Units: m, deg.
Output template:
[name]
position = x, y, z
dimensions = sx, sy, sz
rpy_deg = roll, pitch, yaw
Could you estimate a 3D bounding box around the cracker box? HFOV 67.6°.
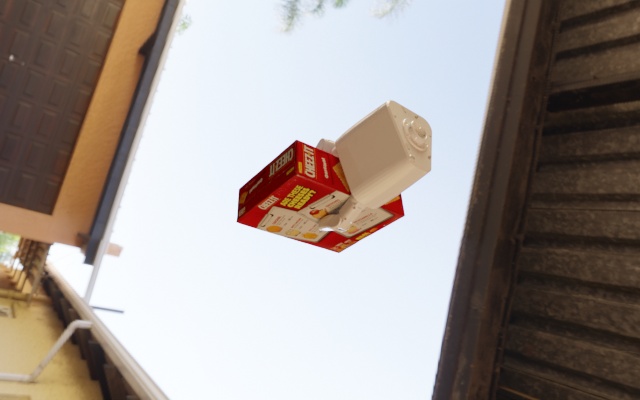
[cracker box]
position = 0.000, 0.003, 0.760
dimensions = 0.214, 0.072, 0.164
rpy_deg = 21, -39, -34
